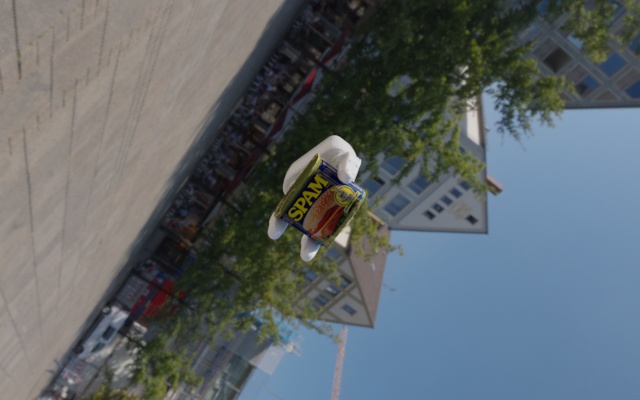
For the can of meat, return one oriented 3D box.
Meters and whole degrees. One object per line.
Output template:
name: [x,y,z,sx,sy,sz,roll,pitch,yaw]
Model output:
can of meat: [0.000,0.002,0.650,0.084,0.102,0.057,35,11,-11]
